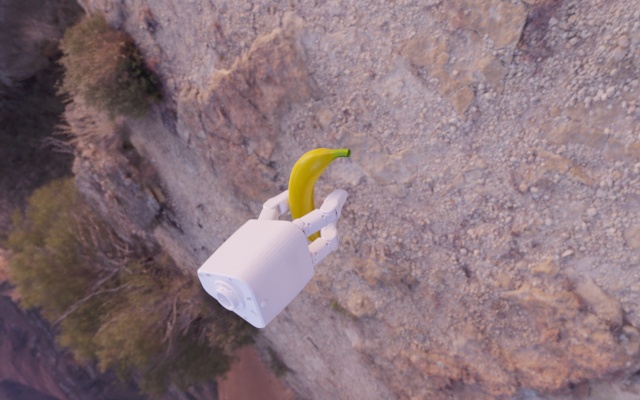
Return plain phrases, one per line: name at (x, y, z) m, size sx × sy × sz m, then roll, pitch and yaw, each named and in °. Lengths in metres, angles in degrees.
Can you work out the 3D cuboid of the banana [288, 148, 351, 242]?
banana at (-0.015, -0.009, 0.689) m, size 0.069 × 0.198 × 0.037 m, roll 30°, pitch 49°, yaw 10°
